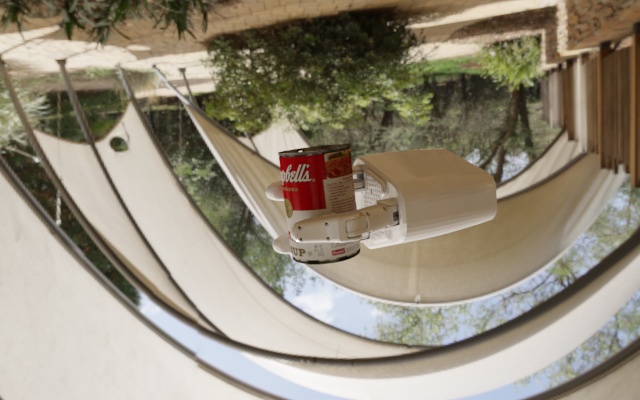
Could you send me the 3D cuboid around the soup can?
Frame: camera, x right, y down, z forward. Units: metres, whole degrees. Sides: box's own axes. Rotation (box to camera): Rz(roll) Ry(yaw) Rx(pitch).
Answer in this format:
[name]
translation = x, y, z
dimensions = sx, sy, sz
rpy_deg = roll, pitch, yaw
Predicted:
[soup can]
translation = 0.000, 0.002, 0.447
dimensions = 0.068, 0.102, 0.068
rpy_deg = -6, 10, 1
